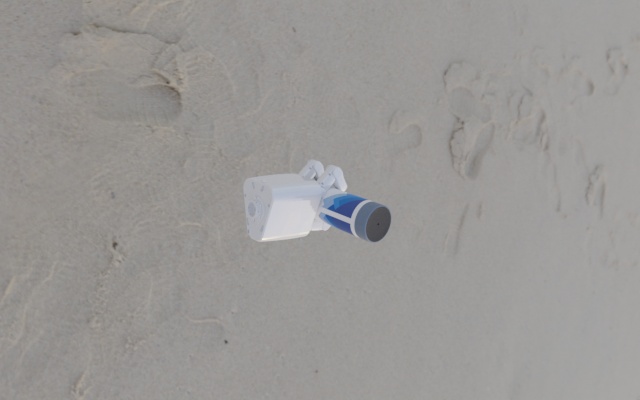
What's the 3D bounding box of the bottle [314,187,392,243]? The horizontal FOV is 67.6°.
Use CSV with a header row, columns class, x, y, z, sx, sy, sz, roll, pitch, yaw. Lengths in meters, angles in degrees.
class,x,y,z,sx,sy,sz,roll,pitch,yaw
bottle,0.000,0.003,0.899,0.069,0.069,0.295,0,14,-43
